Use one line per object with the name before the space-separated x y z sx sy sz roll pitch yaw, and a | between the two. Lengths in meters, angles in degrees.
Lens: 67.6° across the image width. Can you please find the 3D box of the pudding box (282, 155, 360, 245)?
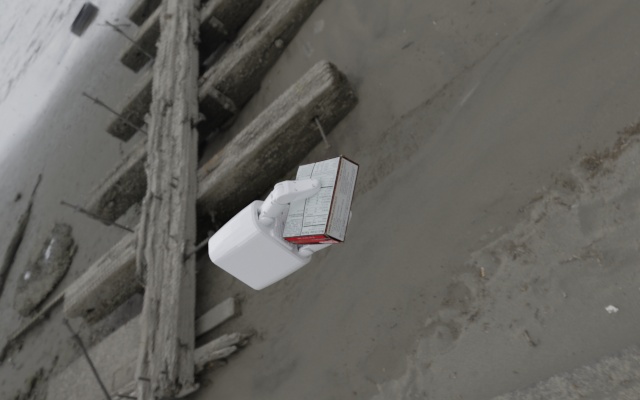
pudding box | 0.000 0.002 0.636 0.039 0.113 0.090 24 -21 -38
